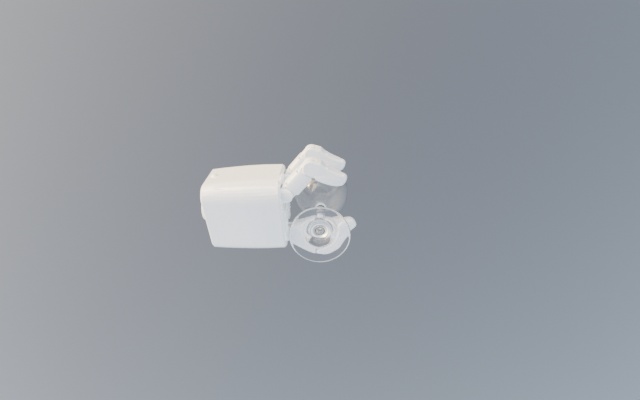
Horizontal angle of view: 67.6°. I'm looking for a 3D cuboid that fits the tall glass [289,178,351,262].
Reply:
[{"bbox_3d":[0.000,0.002,0.661,0.079,0.079,0.201,0,24,1],"label":"tall glass"}]
